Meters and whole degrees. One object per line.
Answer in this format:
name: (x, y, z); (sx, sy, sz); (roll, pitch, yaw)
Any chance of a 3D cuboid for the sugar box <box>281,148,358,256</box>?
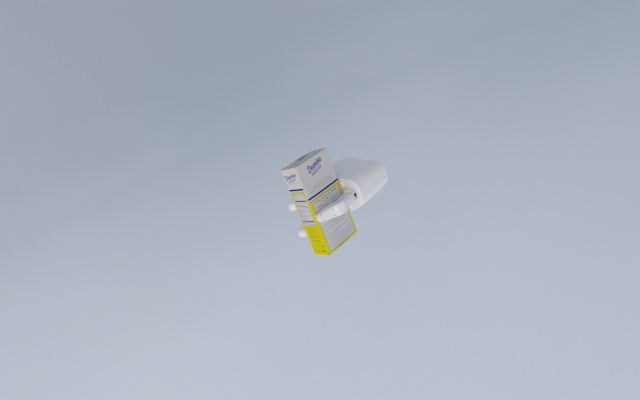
sugar box: (0.000, 0.003, 0.872); (0.048, 0.176, 0.093); (-8, 21, 44)
